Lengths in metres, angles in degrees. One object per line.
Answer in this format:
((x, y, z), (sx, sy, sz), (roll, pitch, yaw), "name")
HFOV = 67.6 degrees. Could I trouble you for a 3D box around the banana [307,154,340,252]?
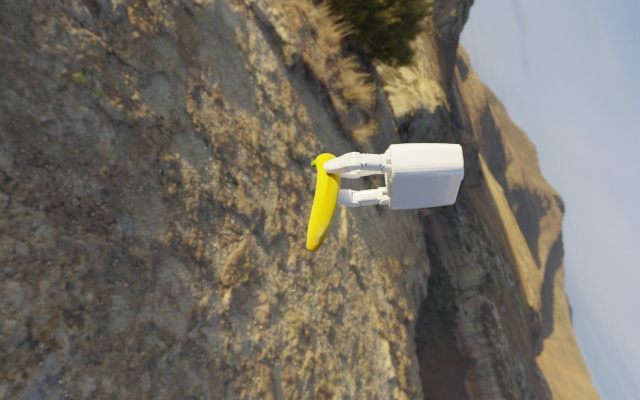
((0.006, -0.012, 0.745), (0.037, 0.197, 0.070), (15, -45, -11), "banana")
